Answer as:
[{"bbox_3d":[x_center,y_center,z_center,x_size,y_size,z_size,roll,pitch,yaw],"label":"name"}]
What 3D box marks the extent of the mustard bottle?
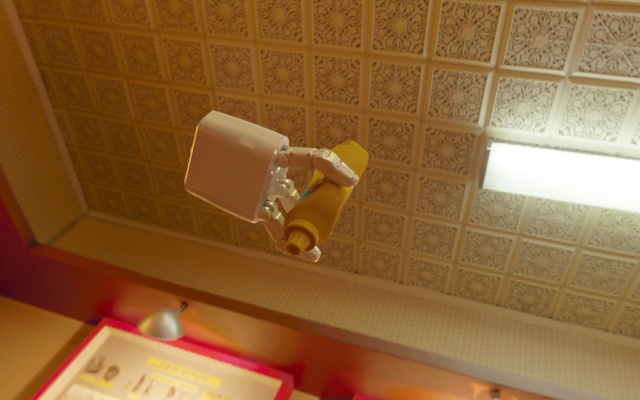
[{"bbox_3d":[0.000,0.002,0.616,0.096,0.058,0.191,-41,11,39],"label":"mustard bottle"}]
